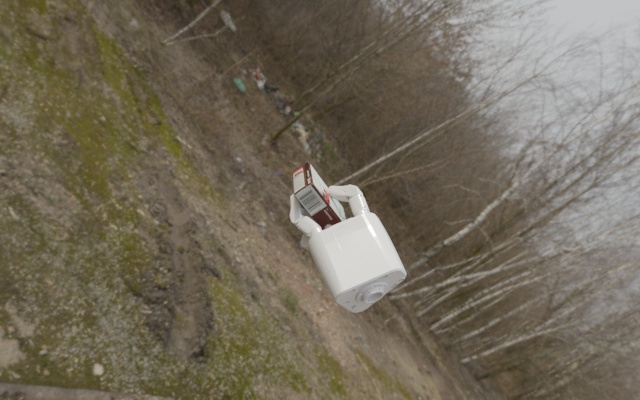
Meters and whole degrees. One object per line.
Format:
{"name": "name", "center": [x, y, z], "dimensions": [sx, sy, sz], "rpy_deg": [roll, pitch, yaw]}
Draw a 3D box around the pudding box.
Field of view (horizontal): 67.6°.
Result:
{"name": "pudding box", "center": [0.000, 0.003, 0.792], "dimensions": [0.039, 0.113, 0.090], "rpy_deg": [-32, 25, 10]}
